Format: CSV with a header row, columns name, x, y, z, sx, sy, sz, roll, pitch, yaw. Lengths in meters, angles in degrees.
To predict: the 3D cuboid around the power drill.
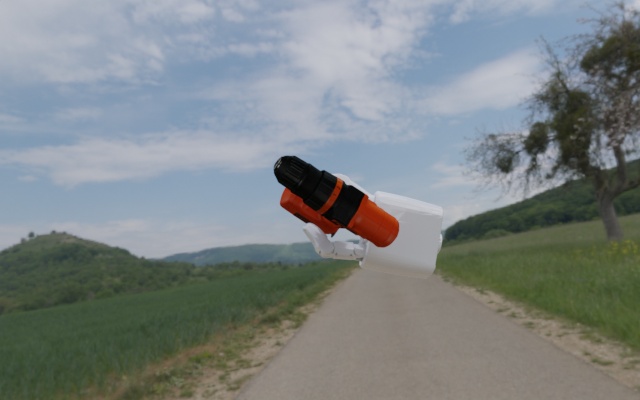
name,x,y,z,sx,sy,sz,roll,pitch,yaw
power drill,0.000,0.002,0.672,0.184,0.057,0.187,34,-9,-15
